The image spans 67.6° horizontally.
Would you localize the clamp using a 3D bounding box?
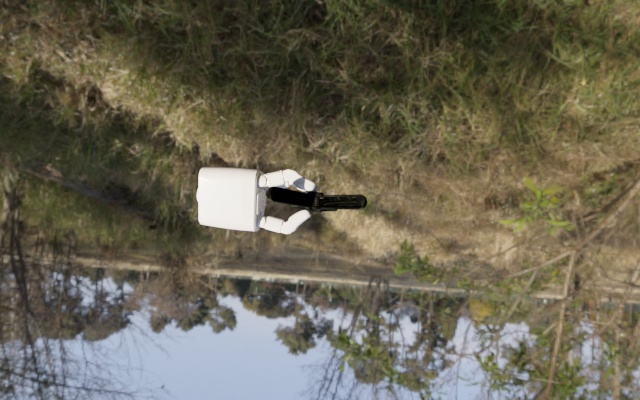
[{"bbox_3d":[0.000,0.004,0.864,0.164,0.036,0.210,6,-4,5],"label":"clamp"}]
